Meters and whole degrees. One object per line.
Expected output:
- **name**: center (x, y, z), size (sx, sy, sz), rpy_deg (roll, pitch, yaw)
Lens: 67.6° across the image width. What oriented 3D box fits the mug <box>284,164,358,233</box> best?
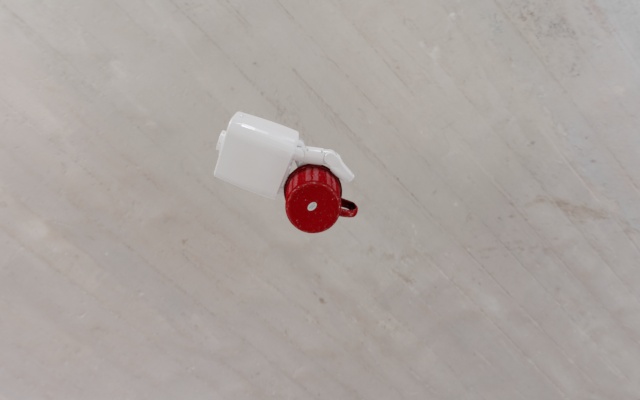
- **mug**: center (0.001, 0.003, 0.721), size (0.117, 0.093, 0.081), rpy_deg (18, 17, -7)
